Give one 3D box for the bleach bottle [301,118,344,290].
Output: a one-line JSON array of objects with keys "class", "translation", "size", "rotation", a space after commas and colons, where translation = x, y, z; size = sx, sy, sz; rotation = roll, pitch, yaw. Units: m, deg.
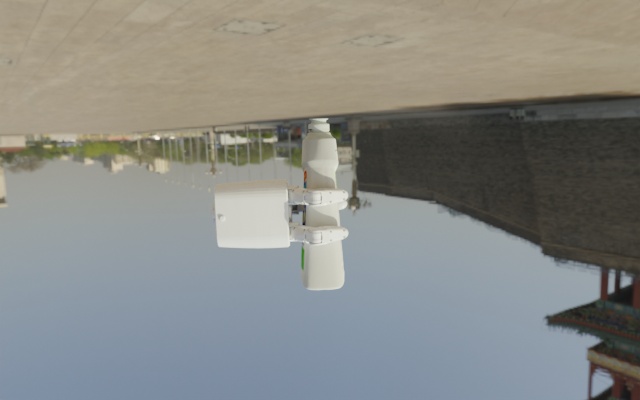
[{"class": "bleach bottle", "translation": [0.000, 0.002, 0.729], "size": [0.068, 0.251, 0.102], "rotation": [-2, 8, -3]}]
